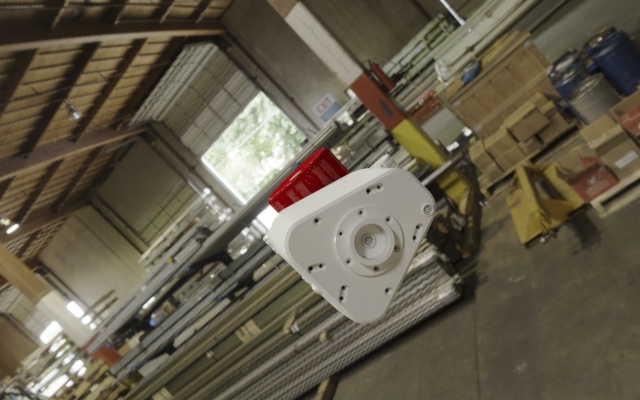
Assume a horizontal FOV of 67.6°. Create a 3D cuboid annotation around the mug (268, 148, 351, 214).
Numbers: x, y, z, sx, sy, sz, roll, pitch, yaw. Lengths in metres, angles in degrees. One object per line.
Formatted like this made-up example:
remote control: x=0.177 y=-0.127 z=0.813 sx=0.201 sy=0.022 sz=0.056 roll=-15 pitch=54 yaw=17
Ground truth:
mug: x=0.000 y=0.001 z=0.495 sx=0.093 sy=0.081 sz=0.117 roll=-44 pitch=8 yaw=-8
